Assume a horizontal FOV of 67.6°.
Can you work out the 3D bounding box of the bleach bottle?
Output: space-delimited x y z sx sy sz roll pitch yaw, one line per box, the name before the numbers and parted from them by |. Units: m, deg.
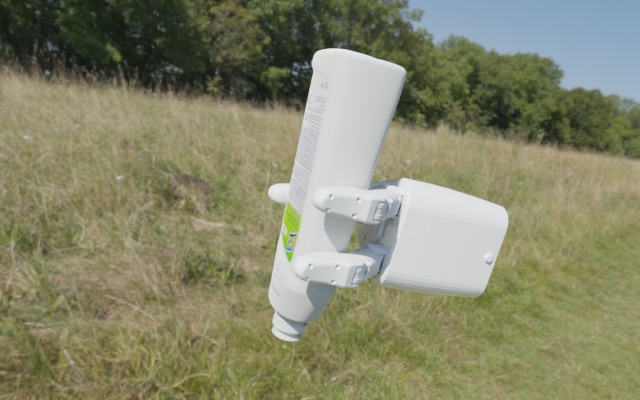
bleach bottle | 0.000 0.001 0.420 0.068 0.251 0.102 12 13 -15
